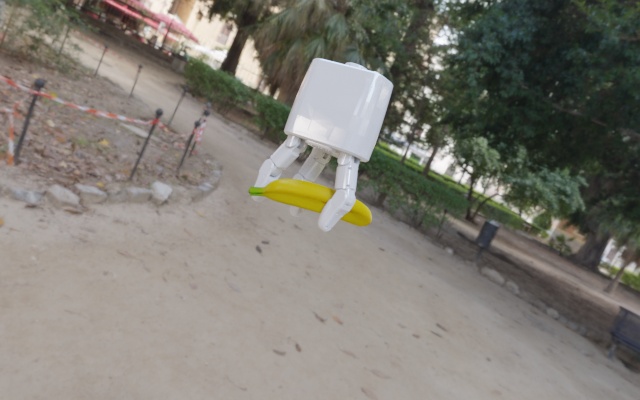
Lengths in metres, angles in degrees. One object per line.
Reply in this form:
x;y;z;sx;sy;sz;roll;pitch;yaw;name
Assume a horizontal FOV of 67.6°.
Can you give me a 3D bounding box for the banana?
0.007;0.003;0.646;0.198;0.037;0.069;17;-5;-30;banana
